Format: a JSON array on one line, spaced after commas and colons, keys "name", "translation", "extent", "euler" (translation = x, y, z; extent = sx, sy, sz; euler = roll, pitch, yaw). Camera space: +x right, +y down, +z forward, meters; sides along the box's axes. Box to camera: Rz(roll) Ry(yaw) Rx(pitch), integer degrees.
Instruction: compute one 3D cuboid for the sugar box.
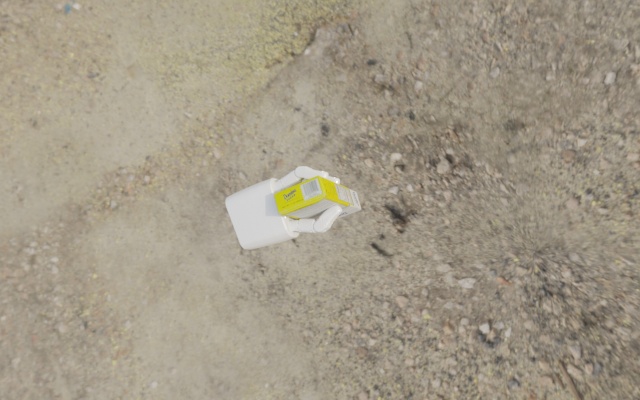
[{"name": "sugar box", "translation": [0.000, 0.002, 0.874], "extent": [0.093, 0.048, 0.176], "euler": [-21, -14, 20]}]
